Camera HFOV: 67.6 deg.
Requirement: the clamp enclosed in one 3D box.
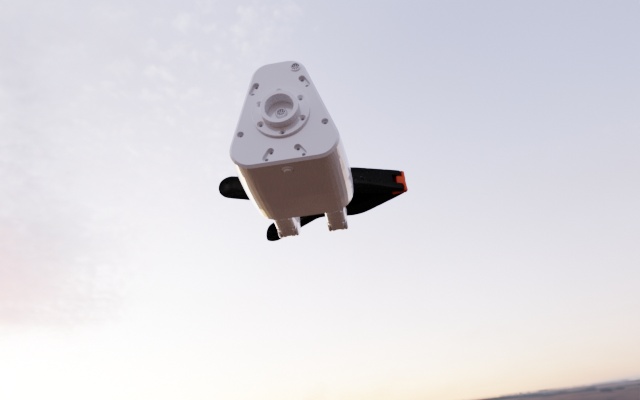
[{"bbox_3d":[0.001,0.001,0.589,0.210,0.036,0.165,-9,-25,4],"label":"clamp"}]
